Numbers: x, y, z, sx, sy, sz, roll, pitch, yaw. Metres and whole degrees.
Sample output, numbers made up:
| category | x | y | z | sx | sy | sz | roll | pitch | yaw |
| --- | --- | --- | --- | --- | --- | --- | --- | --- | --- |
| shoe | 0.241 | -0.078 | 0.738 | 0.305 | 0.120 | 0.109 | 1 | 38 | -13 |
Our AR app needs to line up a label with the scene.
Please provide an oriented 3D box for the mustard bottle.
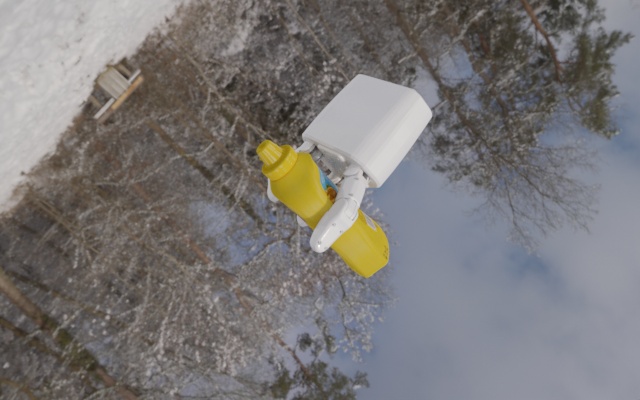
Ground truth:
| category | x | y | z | sx | sy | sz | roll | pitch | yaw |
| --- | --- | --- | --- | --- | --- | --- | --- | --- | --- |
| mustard bottle | 0.000 | 0.002 | 0.538 | 0.058 | 0.192 | 0.096 | -38 | 30 | 12 |
